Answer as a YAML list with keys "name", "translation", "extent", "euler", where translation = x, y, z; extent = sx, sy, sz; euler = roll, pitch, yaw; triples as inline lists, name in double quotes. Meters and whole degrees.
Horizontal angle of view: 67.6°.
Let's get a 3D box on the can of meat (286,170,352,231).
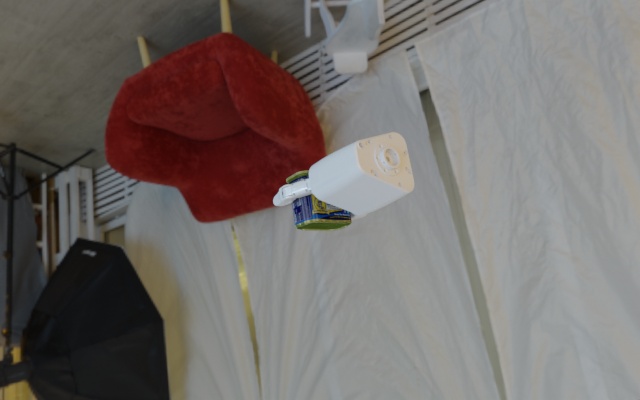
- name: "can of meat"
  translation: [0.000, 0.003, 0.775]
  extent: [0.102, 0.084, 0.057]
  euler: [4, -20, -40]
